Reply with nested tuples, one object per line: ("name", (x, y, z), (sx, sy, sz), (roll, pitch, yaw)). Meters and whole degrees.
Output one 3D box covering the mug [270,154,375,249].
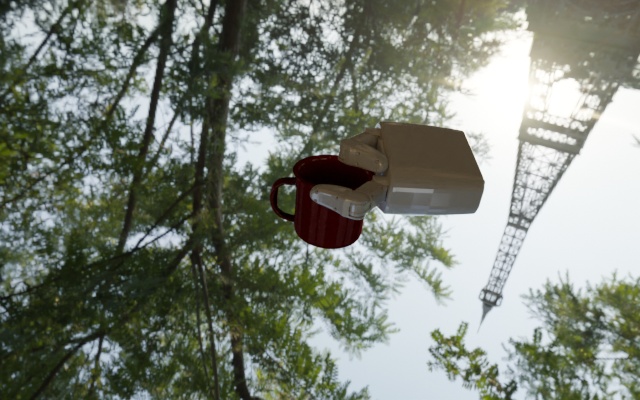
("mug", (-0.001, 0.002, 0.553), (0.117, 0.081, 0.093), (3, 29, -6))
